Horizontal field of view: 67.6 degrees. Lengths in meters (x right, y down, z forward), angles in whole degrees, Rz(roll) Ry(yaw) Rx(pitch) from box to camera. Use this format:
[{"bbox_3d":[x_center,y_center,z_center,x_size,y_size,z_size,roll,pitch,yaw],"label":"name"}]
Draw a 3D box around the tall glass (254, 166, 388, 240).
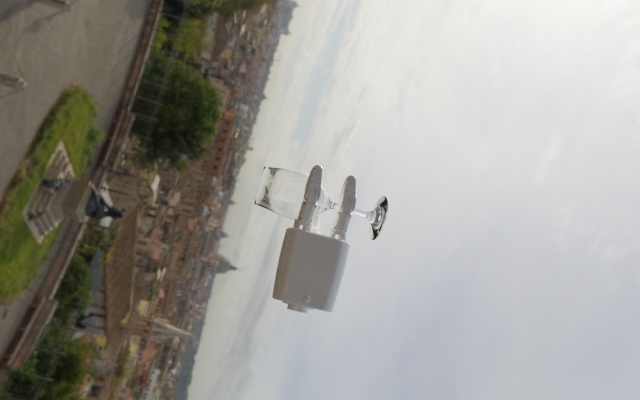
[{"bbox_3d":[0.001,0.003,0.755,0.201,0.079,0.079,16,-3,-10],"label":"tall glass"}]
